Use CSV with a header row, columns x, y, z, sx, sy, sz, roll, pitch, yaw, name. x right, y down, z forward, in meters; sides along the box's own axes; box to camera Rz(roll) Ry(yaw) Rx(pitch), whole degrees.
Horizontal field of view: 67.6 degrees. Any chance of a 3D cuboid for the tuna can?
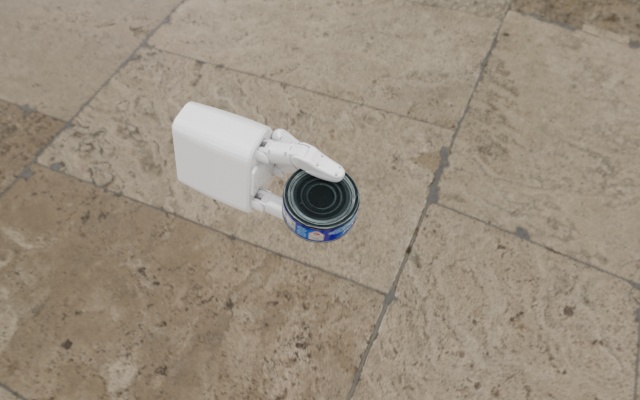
x,y,z,sx,sy,sz,roll,pitch,yaw,name
0.000,0.001,0.529,0.086,0.086,0.034,0,-30,-5,tuna can
